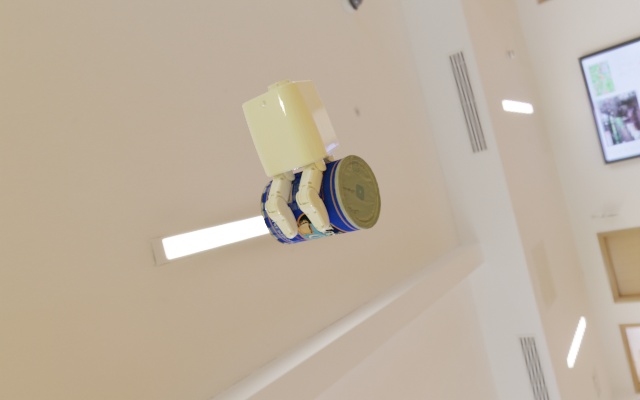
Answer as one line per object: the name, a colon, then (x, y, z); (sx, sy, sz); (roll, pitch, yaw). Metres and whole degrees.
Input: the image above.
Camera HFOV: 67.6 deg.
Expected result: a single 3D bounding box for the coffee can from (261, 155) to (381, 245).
coffee can: (0.000, 0.002, 0.682); (0.140, 0.103, 0.103); (-15, -9, 36)
